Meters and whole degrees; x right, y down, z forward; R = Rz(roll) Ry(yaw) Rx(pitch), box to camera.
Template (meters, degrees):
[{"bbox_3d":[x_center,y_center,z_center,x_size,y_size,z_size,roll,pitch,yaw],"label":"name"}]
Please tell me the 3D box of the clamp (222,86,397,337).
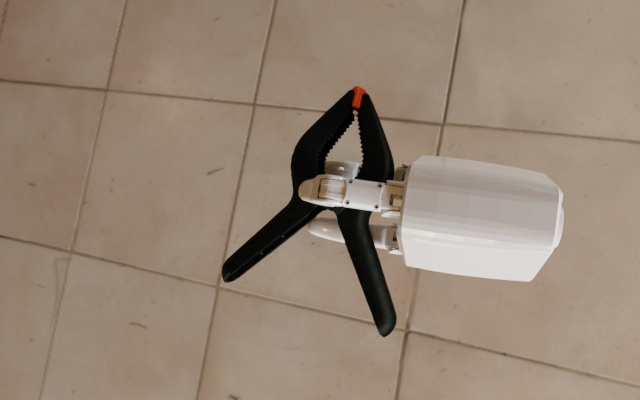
[{"bbox_3d":[0.000,0.001,0.428,0.164,0.210,0.036,8,-4,15],"label":"clamp"}]
